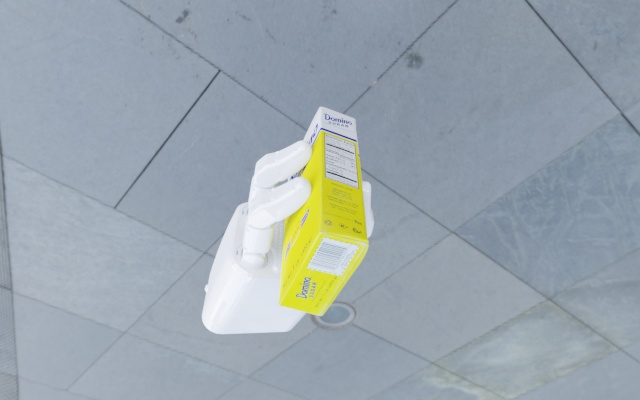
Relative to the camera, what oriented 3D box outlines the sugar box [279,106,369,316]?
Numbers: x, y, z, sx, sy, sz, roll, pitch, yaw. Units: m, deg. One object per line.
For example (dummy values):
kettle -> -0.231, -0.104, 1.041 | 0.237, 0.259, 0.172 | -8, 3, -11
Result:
sugar box -> 0.000, 0.001, 0.426 | 0.048, 0.093, 0.176 | 16, 38, -17
